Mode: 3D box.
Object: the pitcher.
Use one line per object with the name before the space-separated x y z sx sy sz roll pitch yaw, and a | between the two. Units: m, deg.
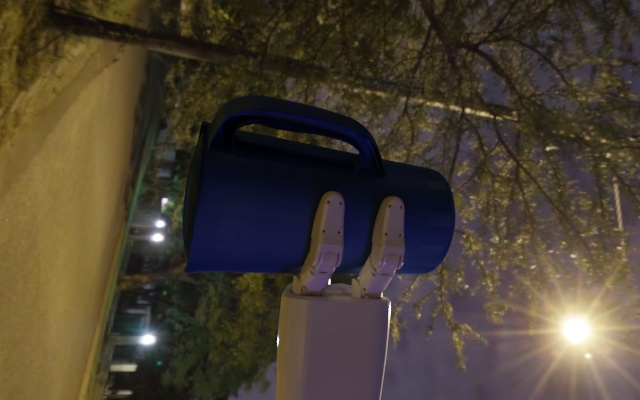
pitcher | 0.000 0.002 0.444 0.243 0.145 0.149 6 -5 -17
